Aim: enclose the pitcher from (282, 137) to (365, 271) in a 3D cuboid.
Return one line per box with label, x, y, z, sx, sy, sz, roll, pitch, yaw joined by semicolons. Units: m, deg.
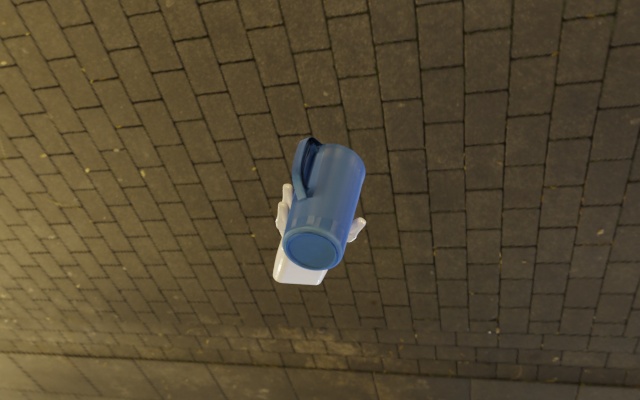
pitcher;0.000;0.003;0.894;0.149;0.145;0.242;19;41;-3
